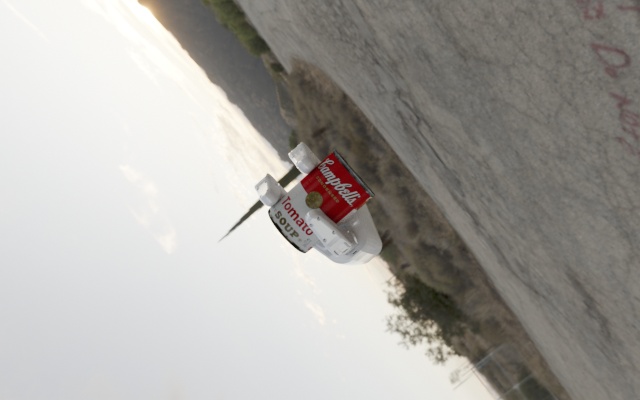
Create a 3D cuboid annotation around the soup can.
[{"bbox_3d":[0.000,0.002,0.531,0.102,0.068,0.068,-41,-6,7],"label":"soup can"}]
